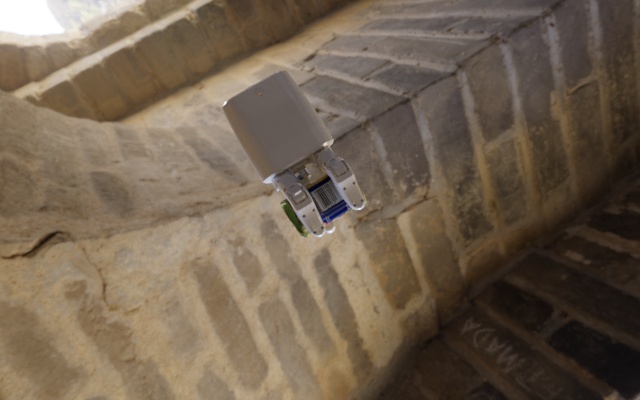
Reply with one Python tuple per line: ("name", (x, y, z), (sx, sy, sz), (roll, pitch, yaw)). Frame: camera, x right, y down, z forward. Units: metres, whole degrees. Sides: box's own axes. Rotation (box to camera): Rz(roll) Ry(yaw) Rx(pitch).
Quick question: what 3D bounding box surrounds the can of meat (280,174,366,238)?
("can of meat", (0.000, 0.002, 0.597), (0.084, 0.057, 0.102), (-31, 3, -9))
